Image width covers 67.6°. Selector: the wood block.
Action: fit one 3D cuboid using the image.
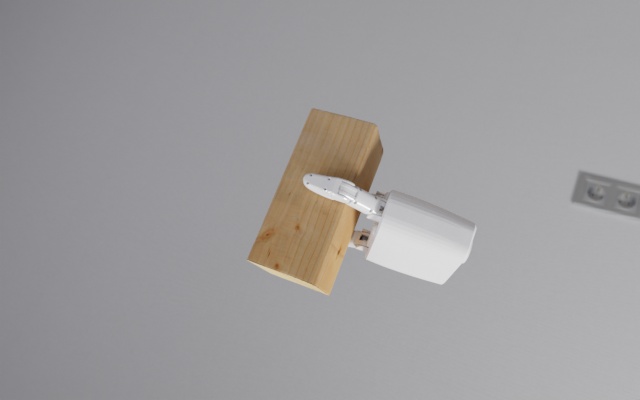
[{"bbox_3d":[0.000,0.002,0.603,0.090,0.206,0.091,18,-13,18],"label":"wood block"}]
